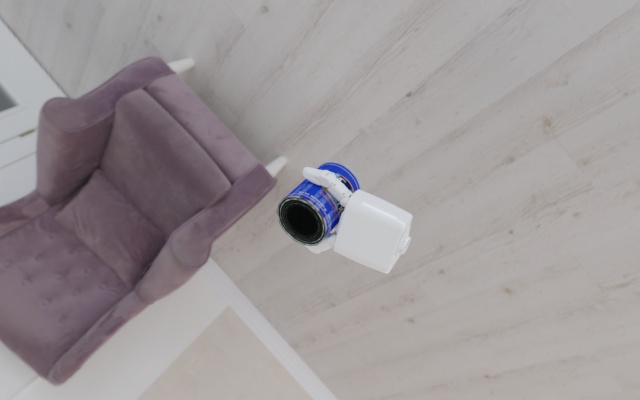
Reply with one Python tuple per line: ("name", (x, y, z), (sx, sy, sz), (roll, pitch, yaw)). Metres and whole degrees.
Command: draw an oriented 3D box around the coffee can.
("coffee can", (0.000, 0.003, 0.880), (0.103, 0.103, 0.140), (0, 30, 35))
